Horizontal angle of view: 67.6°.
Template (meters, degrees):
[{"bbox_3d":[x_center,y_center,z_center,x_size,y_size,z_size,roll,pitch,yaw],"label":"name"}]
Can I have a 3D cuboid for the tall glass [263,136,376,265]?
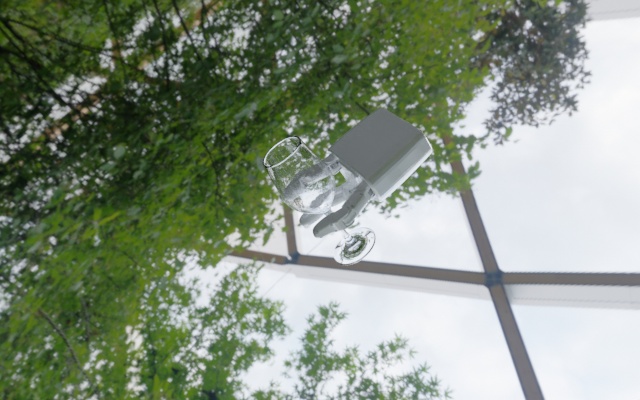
[{"bbox_3d":[0.000,0.003,0.685,0.079,0.079,0.201,0,-43,46],"label":"tall glass"}]
